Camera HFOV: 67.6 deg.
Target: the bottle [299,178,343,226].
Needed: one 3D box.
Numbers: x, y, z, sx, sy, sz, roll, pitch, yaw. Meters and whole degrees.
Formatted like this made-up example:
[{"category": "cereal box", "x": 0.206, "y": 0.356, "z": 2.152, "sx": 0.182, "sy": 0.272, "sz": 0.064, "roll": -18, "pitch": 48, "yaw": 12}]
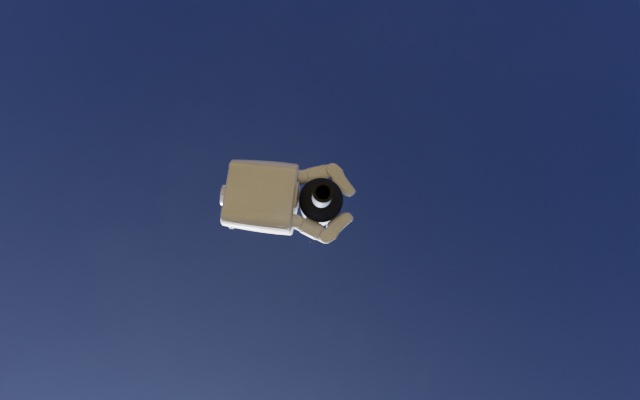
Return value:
[{"category": "bottle", "x": 0.000, "y": 0.002, "z": 0.746, "sx": 0.069, "sy": 0.069, "sz": 0.296, "roll": 0, "pitch": -5, "yaw": -1}]
